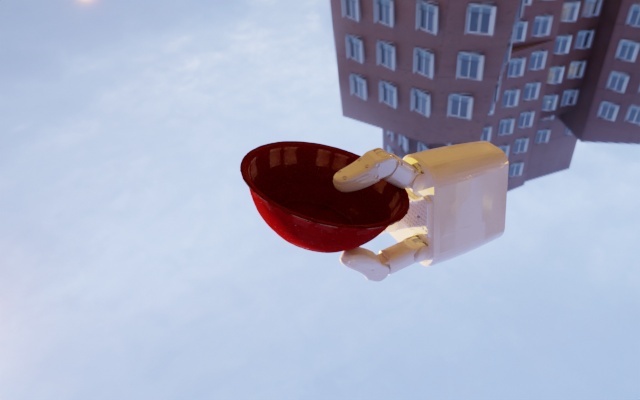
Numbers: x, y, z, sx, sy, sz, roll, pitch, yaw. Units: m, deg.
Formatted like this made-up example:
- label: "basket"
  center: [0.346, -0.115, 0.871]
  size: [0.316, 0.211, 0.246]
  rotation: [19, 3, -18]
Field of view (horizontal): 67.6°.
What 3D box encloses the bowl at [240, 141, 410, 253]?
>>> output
- label: "bowl"
  center: [-0.001, 0.002, 0.459]
  size: [0.162, 0.055, 0.162]
  rotation: [12, 29, -7]
